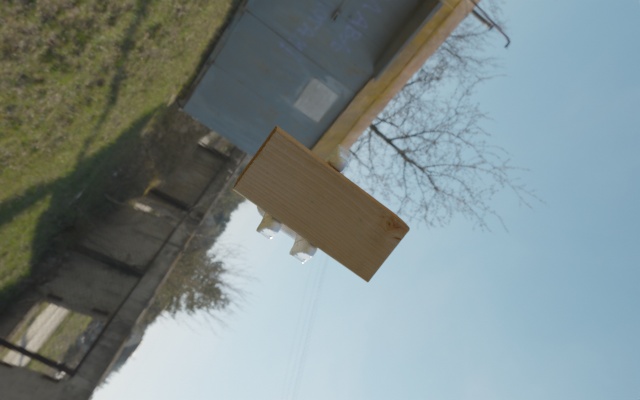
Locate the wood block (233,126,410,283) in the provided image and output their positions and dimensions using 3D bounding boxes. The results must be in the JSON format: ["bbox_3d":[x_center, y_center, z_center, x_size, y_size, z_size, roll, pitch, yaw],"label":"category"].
[{"bbox_3d":[0.000,0.002,0.620,0.206,0.091,0.090,35,7,-11],"label":"wood block"}]
